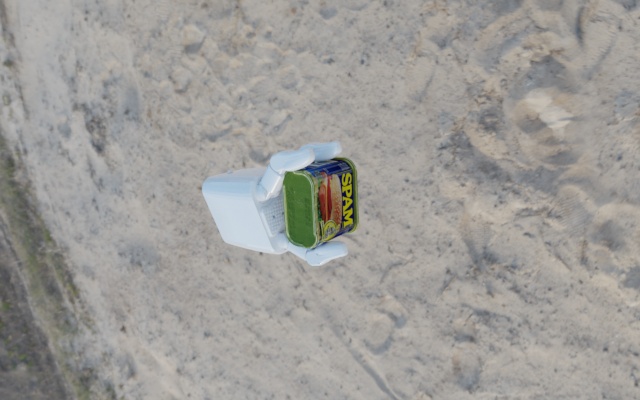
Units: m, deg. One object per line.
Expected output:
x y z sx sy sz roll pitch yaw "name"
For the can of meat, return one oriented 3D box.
0.000 0.002 0.595 0.057 0.102 0.084 9 19 39 "can of meat"
